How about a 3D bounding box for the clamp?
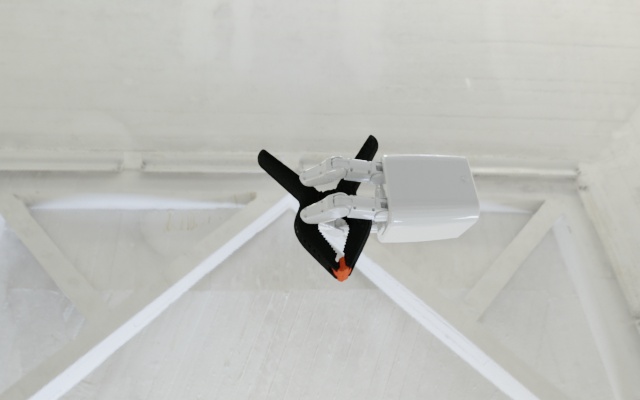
[{"bbox_3d":[0.000,0.003,0.600,0.164,0.209,0.036,-3,-35,1],"label":"clamp"}]
